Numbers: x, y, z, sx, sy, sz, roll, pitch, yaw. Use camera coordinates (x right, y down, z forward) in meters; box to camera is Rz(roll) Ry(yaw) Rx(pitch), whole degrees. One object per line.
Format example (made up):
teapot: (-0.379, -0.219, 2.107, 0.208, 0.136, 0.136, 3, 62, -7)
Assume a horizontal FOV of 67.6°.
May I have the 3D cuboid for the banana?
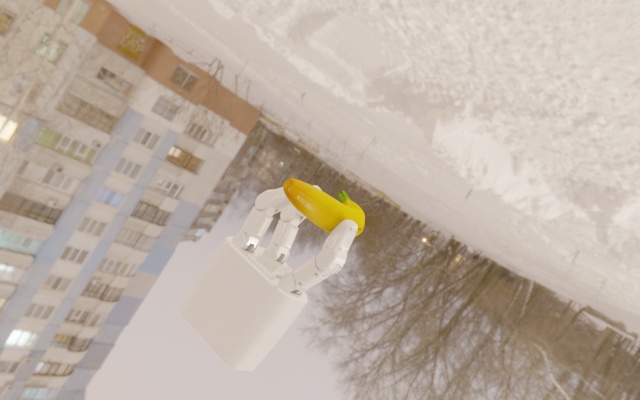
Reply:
banana: (0.015, 0.014, 0.547, 0.069, 0.037, 0.198, 41, 8, 16)
